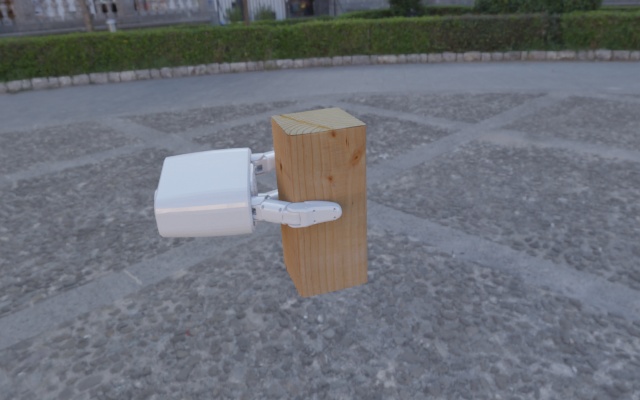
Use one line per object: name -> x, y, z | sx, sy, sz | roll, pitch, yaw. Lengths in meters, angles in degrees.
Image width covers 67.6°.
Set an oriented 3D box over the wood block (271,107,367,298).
wood block -> 0.000, 0.002, 0.586 | 0.090, 0.206, 0.090 | -10, 26, -15
